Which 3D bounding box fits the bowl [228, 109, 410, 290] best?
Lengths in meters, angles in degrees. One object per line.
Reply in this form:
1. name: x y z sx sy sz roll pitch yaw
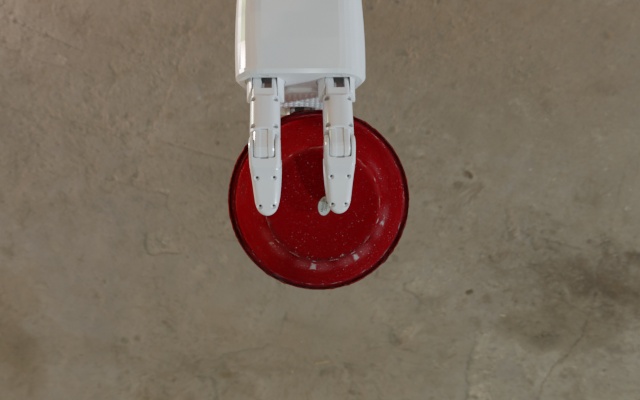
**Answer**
1. bowl: 0.000 0.003 0.400 0.162 0.162 0.055 0 3 -3
